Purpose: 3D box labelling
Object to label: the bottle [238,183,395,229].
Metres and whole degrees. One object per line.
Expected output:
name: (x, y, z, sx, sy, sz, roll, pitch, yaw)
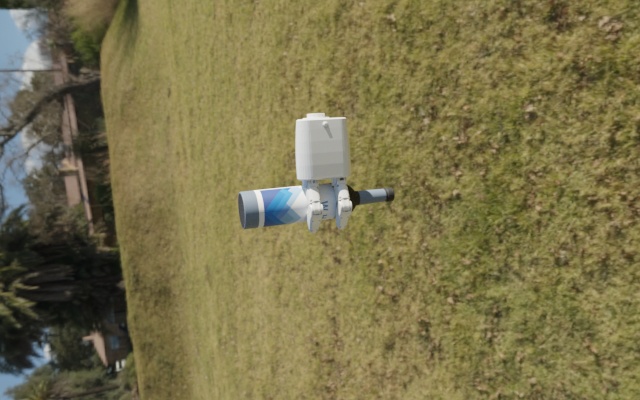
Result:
bottle: (0.000, 0.003, 0.884, 0.296, 0.069, 0.069, -6, 2, -19)
